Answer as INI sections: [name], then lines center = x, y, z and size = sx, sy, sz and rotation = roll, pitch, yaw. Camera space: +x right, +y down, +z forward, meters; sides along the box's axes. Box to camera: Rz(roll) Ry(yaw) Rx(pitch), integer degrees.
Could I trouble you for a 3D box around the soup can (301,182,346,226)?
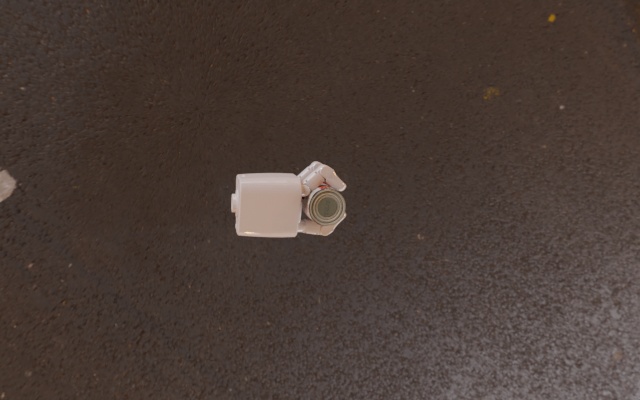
[soup can]
center = 0.001, 0.003, 0.864
size = 0.068, 0.068, 0.102
rotation = 0, 10, -14
